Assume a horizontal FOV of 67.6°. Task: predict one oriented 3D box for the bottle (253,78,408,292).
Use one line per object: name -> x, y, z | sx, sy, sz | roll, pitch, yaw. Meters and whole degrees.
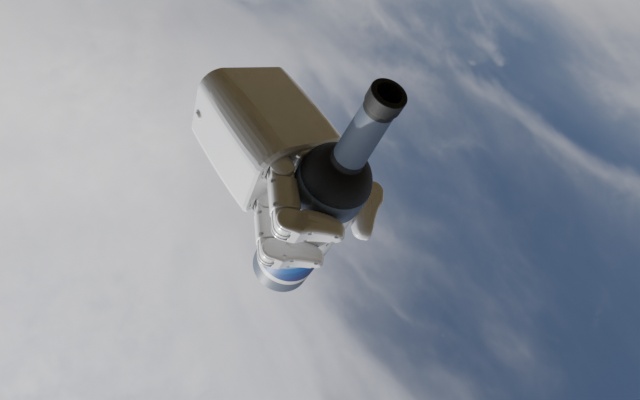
bottle -> 0.000, 0.002, 0.440 | 0.069, 0.069, 0.296 | 0, -30, -22
